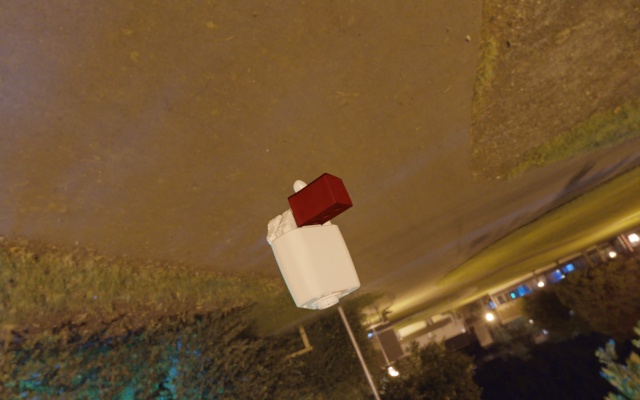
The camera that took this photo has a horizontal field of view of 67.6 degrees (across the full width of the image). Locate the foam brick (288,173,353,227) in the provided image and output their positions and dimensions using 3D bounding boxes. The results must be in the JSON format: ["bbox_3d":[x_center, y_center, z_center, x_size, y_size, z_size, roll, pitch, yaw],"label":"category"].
[{"bbox_3d":[0.000,0.002,0.732,0.078,0.051,0.053,-33,-24,24],"label":"foam brick"}]
